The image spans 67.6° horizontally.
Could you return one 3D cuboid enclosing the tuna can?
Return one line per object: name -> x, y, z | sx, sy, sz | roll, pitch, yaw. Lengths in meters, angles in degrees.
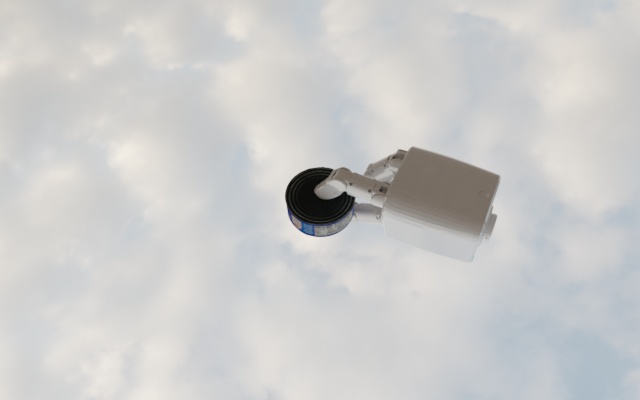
tuna can -> 0.000, 0.002, 0.589 | 0.086, 0.086, 0.034 | 0, -35, 2
